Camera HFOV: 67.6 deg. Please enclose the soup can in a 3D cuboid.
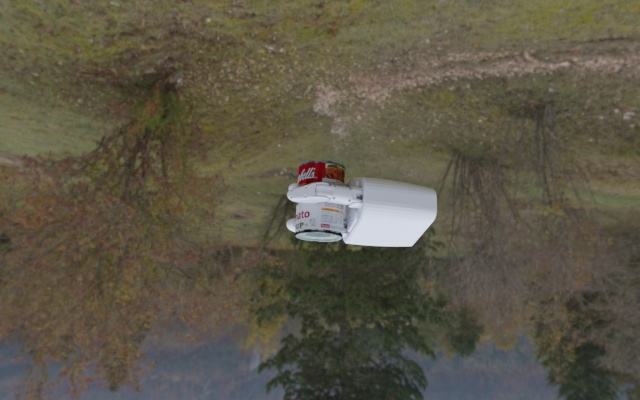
[{"bbox_3d":[0.000,0.002,0.671,0.068,0.102,0.068,3,-16,1],"label":"soup can"}]
